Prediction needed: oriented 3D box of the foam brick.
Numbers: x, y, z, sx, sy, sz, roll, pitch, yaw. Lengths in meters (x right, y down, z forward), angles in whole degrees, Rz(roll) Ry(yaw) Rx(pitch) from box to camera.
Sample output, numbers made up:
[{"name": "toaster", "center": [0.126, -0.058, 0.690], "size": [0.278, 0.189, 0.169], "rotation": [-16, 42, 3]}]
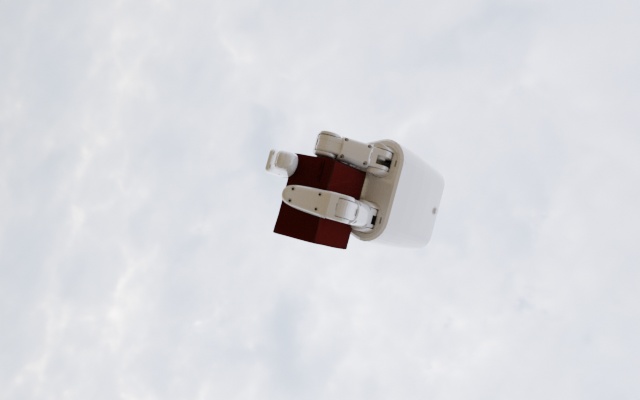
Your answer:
[{"name": "foam brick", "center": [0.000, 0.002, 0.443], "size": [0.053, 0.078, 0.051], "rotation": [14, -3, 39]}]
